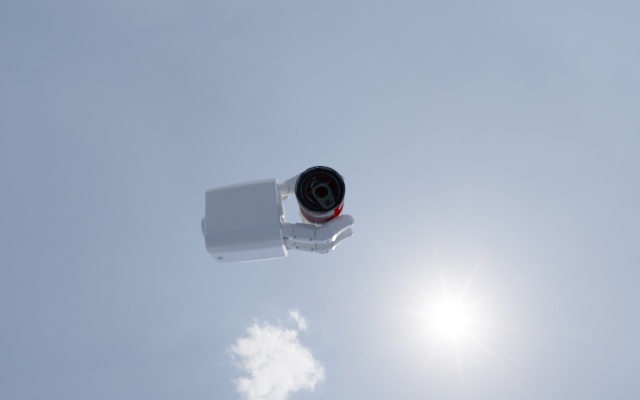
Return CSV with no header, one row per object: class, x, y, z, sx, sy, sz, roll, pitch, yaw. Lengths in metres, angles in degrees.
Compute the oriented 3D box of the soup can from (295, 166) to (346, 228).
soup can,0.001,0.002,0.681,0.068,0.068,0.102,0,-21,1
